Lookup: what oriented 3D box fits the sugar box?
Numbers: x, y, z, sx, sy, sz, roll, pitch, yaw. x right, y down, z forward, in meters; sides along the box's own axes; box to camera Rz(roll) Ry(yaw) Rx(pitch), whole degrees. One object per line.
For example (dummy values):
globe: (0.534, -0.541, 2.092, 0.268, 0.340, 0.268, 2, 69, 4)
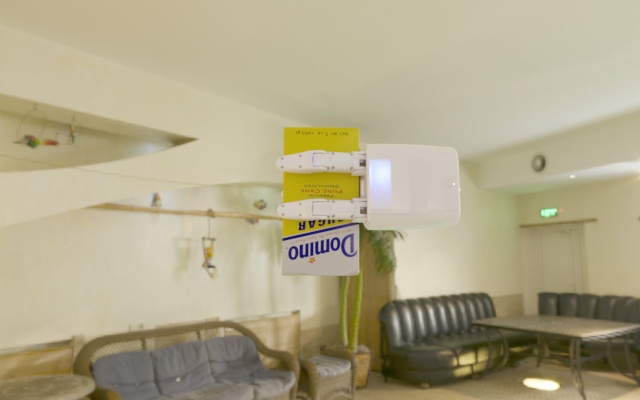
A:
sugar box: (0.000, 0.002, 0.577, 0.093, 0.176, 0.048, 0, -7, -1)
